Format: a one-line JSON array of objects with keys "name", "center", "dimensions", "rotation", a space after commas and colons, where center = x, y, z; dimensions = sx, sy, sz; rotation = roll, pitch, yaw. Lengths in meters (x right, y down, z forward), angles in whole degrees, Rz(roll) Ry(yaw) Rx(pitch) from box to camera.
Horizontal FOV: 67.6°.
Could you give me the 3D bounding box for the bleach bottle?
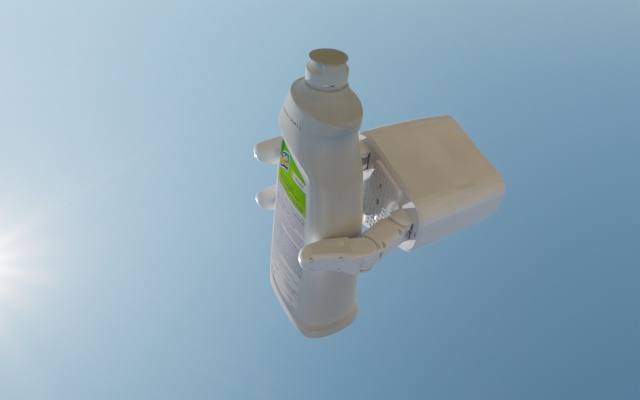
[{"name": "bleach bottle", "center": [0.000, 0.001, 0.404], "dimensions": [0.068, 0.251, 0.102], "rotation": [-17, 45, -26]}]
